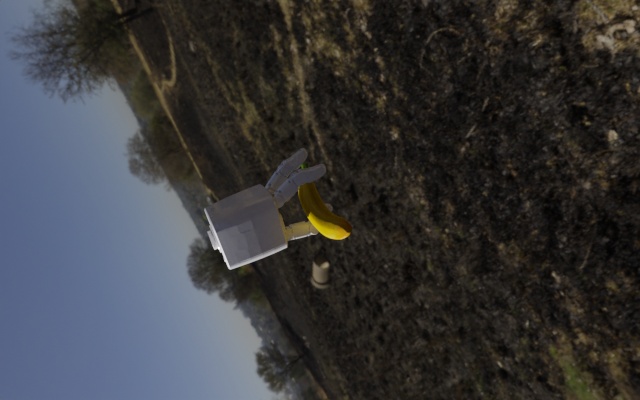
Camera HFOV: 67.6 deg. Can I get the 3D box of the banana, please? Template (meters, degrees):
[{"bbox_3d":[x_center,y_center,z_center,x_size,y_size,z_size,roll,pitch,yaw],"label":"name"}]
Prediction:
[{"bbox_3d":[0.000,0.015,0.778,0.037,0.070,0.197,-18,39,-15],"label":"banana"}]
